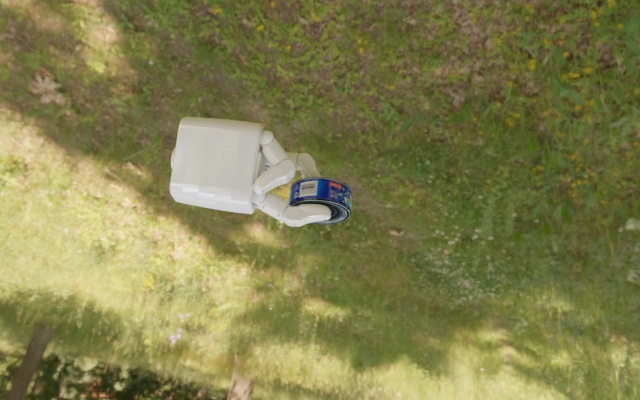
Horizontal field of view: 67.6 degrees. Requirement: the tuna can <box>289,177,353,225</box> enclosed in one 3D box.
[{"bbox_3d":[0.000,0.003,0.648,0.086,0.033,0.086,4,-25,2],"label":"tuna can"}]
